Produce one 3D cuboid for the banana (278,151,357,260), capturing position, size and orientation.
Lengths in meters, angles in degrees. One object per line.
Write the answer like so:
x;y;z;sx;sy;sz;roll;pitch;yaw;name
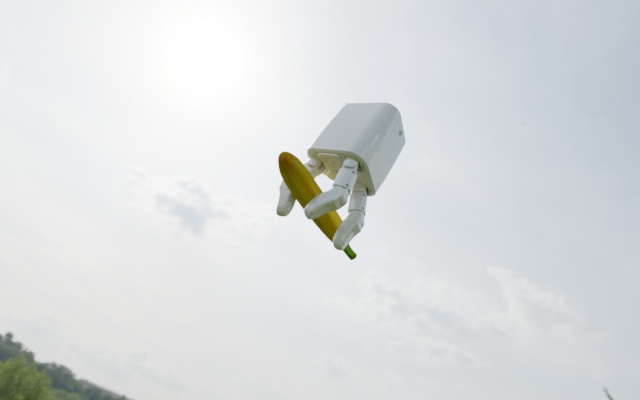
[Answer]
-0.007;0.000;0.668;0.037;0.198;0.069;-43;31;-12;banana
